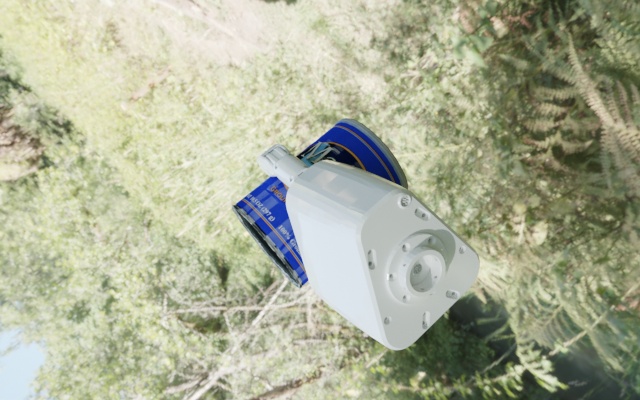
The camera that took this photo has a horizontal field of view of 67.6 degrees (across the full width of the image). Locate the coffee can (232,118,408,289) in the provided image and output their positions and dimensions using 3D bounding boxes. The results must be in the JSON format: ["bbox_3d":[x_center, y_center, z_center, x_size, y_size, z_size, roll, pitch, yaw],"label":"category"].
[{"bbox_3d":[0.000,0.001,0.468,0.140,0.103,0.103,-40,11,-13],"label":"coffee can"}]
